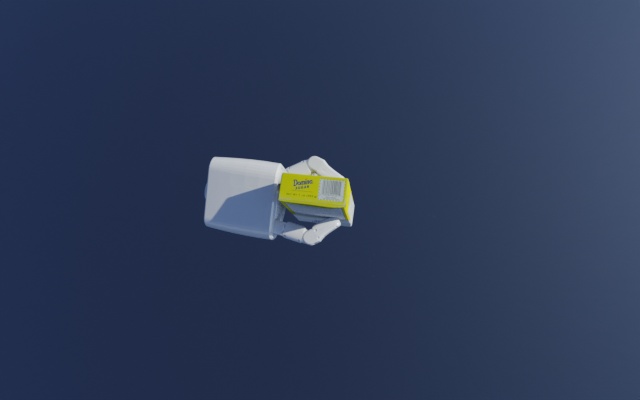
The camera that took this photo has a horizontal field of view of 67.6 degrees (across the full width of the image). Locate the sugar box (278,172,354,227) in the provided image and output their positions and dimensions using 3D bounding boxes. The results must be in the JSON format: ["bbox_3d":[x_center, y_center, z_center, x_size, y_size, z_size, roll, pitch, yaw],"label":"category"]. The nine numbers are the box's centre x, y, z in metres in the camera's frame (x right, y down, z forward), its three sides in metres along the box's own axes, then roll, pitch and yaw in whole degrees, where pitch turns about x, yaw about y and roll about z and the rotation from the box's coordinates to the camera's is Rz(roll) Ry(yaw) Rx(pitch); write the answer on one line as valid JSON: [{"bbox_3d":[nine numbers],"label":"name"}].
[{"bbox_3d":[0.000,0.002,0.714,0.093,0.048,0.176,7,-8,7],"label":"sugar box"}]
